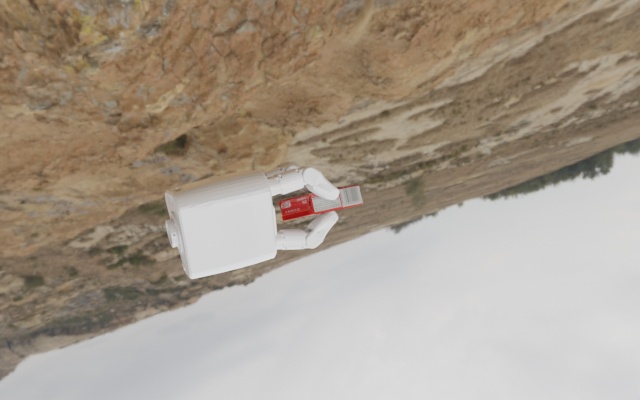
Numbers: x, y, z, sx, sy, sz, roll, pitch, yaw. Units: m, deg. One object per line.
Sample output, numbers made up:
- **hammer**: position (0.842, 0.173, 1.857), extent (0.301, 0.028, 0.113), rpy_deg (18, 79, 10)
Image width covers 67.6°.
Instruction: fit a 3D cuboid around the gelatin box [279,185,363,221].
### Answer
- **gelatin box**: position (0.000, 0.003, 0.646), extent (0.089, 0.030, 0.073), rpy_deg (-11, -1, -37)
